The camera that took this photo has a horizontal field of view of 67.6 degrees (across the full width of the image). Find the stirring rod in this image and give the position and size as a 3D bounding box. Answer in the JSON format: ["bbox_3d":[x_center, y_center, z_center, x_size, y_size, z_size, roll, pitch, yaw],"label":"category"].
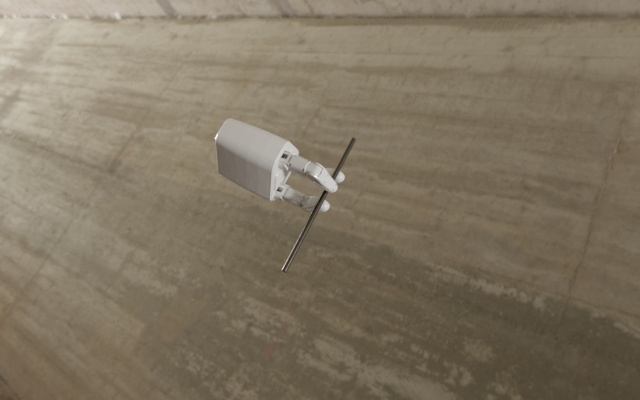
[{"bbox_3d":[0.000,0.002,0.734,0.011,0.239,0.011,25,-17,9],"label":"stirring rod"}]
